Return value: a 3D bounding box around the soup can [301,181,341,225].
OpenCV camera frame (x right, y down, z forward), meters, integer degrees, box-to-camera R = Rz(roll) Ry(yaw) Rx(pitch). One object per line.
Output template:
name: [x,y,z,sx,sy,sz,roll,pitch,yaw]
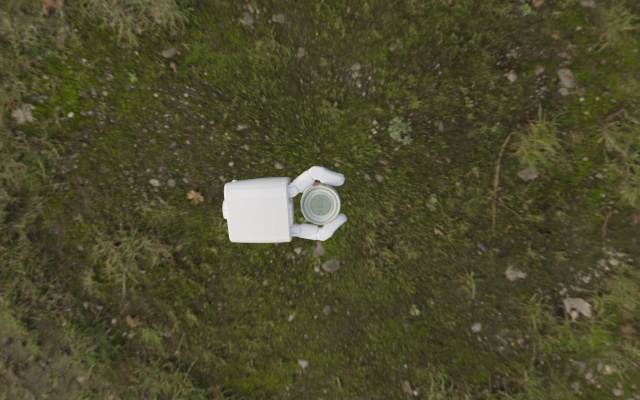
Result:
soup can: [0.001,0.003,0.823,0.068,0.068,0.102,0,5,0]
